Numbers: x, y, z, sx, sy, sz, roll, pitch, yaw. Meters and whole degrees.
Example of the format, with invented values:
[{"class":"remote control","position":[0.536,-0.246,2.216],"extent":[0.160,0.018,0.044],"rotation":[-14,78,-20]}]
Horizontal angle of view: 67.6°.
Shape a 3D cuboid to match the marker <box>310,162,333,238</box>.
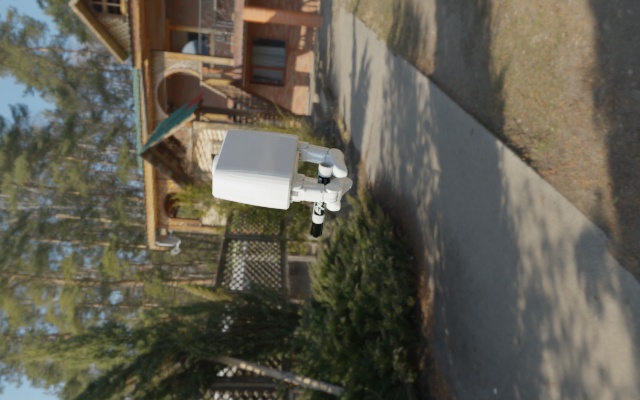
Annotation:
[{"class":"marker","position":[0.000,0.002,0.688],"extent":[0.020,0.121,0.020],"rotation":[6,30,-4]}]
